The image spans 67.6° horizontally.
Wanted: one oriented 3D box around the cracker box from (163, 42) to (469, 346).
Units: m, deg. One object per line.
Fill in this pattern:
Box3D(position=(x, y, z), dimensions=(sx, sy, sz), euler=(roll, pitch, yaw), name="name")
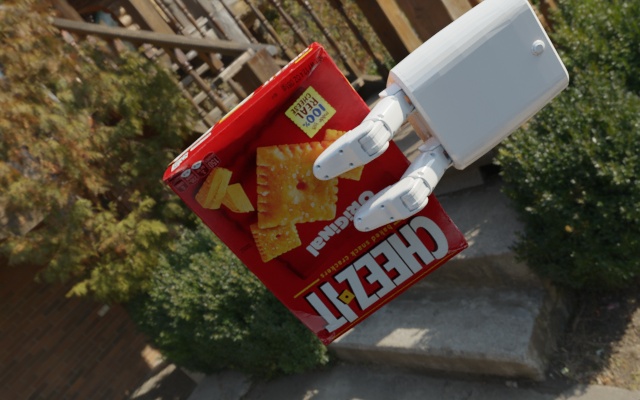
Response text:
Box3D(position=(0.000, 0.001, 0.417), dimensions=(0.164, 0.214, 0.072), euler=(-37, 19, 9), name="cracker box")
